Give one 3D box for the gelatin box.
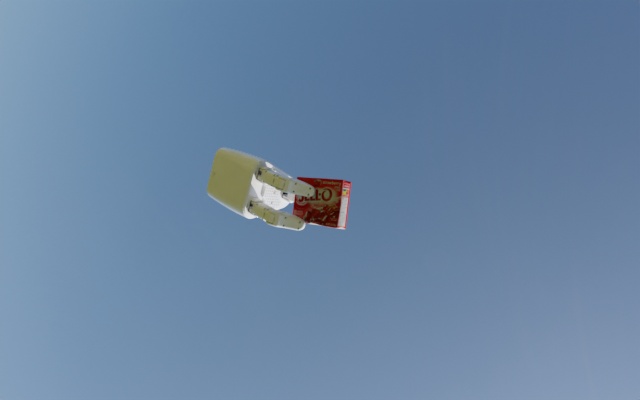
[{"bbox_3d":[0.001,0.002,0.738,0.089,0.073,0.030,7,-2,34],"label":"gelatin box"}]
